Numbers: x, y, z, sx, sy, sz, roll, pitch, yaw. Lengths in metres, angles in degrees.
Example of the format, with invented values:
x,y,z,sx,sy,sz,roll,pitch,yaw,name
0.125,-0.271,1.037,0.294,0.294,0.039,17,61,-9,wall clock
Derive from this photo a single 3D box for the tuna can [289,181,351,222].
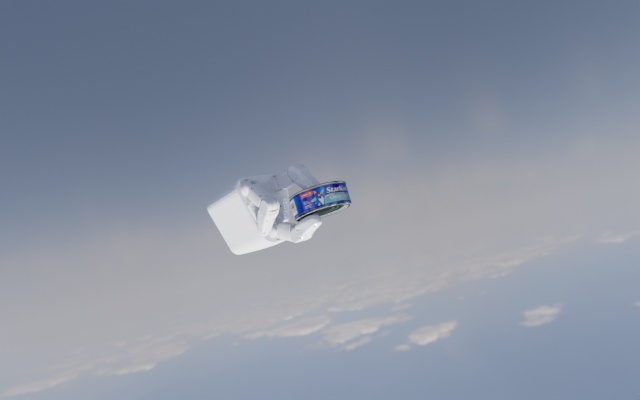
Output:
x,y,z,sx,sy,sz,roll,pitch,yaw,name
0.000,0.003,0.682,0.086,0.033,0.086,-16,-11,-3,tuna can
